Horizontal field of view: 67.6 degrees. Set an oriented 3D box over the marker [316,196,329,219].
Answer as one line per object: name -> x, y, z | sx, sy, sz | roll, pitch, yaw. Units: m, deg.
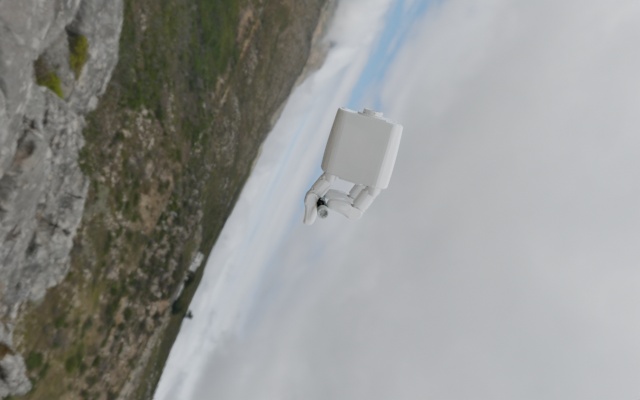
marker -> 0.000, 0.003, 0.817 | 0.020, 0.020, 0.121 | 0, 17, -4
